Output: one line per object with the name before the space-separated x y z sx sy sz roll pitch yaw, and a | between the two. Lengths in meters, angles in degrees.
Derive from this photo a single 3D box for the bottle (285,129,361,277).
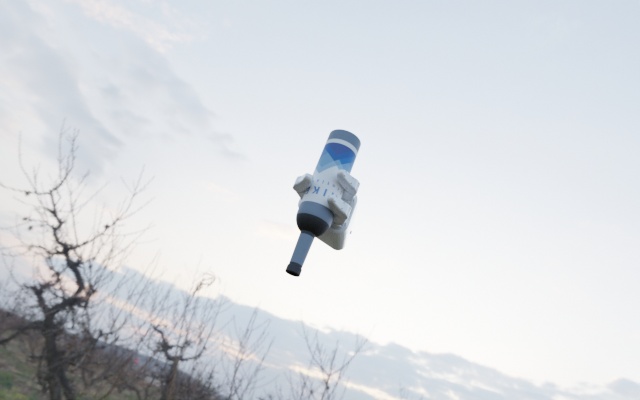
bottle | 0.000 0.003 0.887 0.069 0.295 0.069 18 -25 9
